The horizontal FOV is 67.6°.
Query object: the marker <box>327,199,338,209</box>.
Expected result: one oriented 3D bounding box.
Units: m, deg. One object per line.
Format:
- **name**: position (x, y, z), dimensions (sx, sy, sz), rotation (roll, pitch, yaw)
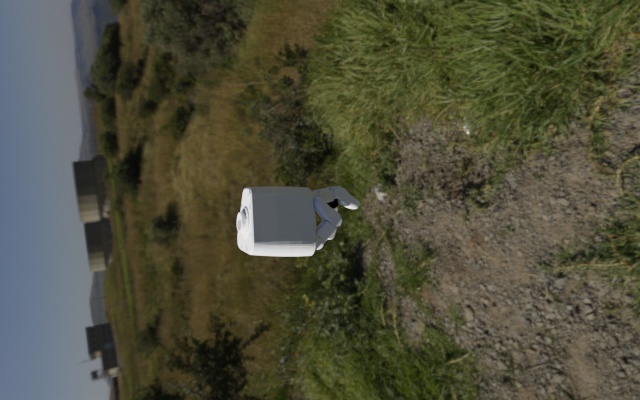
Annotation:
- **marker**: position (0.000, 0.003, 0.873), dimensions (0.020, 0.020, 0.121), rotation (0, 2, -24)
